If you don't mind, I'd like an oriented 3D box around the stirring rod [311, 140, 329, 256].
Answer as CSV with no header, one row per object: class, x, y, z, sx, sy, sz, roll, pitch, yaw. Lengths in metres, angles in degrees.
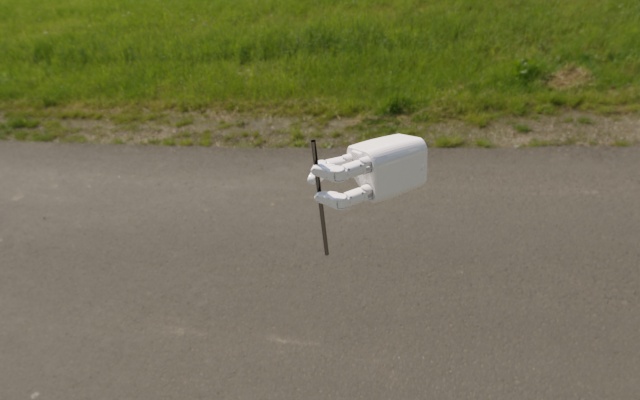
stirring rod,0.000,0.003,0.840,0.011,0.240,0.011,-5,34,3
